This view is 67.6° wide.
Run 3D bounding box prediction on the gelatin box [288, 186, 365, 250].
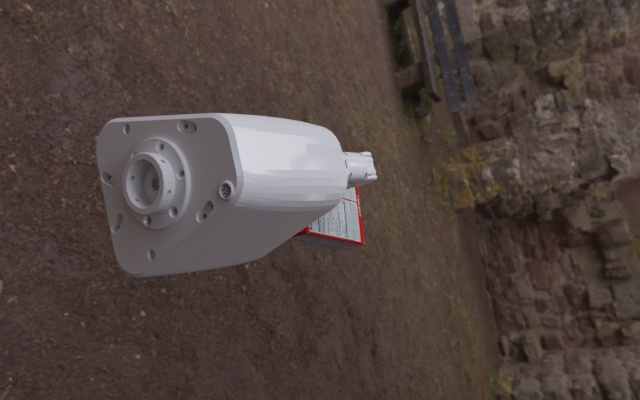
[{"bbox_3d":[0.001,0.001,0.414,0.030,0.073,0.089,-18,-20,34],"label":"gelatin box"}]
